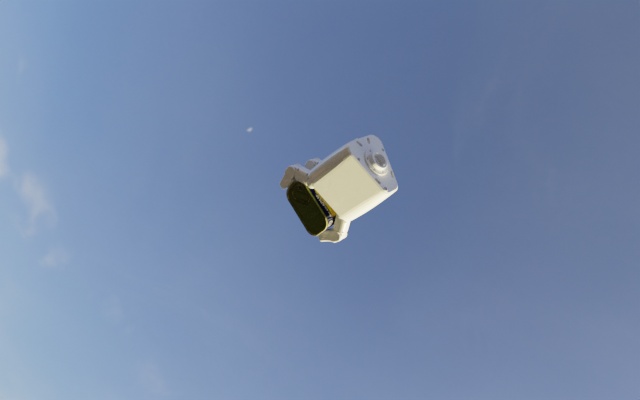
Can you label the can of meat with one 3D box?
[{"bbox_3d":[0.000,0.003,0.881,0.084,0.102,0.057,-25,-11,-46],"label":"can of meat"}]
